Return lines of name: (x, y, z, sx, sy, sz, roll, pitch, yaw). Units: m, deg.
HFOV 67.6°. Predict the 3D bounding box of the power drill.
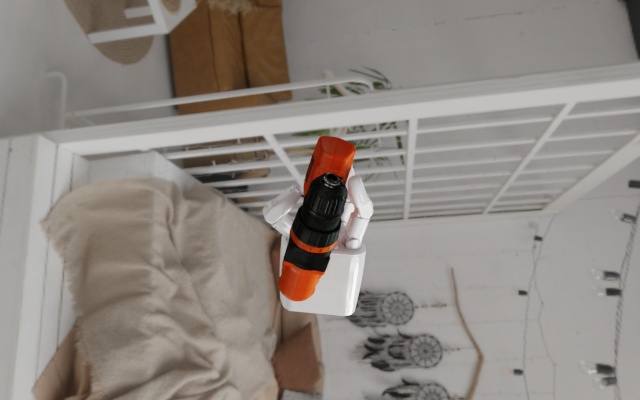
power drill: (0.000, 0.002, 0.575, 0.057, 0.185, 0.187, 19, 40, -2)
